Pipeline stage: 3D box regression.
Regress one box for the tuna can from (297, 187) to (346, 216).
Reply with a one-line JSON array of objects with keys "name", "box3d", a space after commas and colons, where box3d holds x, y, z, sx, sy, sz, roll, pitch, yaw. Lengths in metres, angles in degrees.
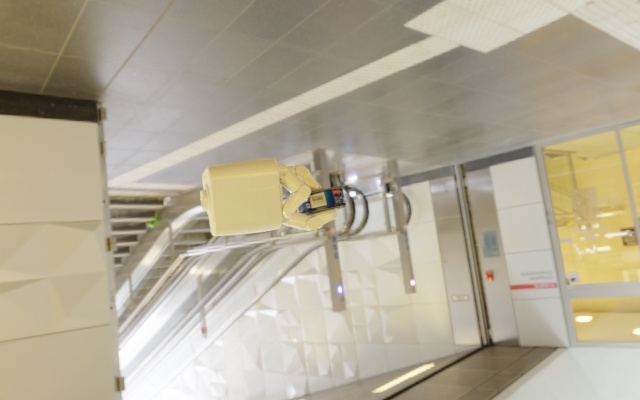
[{"name": "tuna can", "box3d": [0.000, 0.003, 0.818, 0.086, 0.033, 0.086, -12, -5, -1]}]
